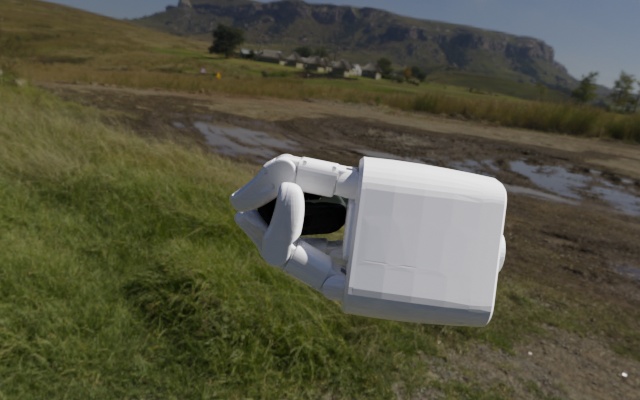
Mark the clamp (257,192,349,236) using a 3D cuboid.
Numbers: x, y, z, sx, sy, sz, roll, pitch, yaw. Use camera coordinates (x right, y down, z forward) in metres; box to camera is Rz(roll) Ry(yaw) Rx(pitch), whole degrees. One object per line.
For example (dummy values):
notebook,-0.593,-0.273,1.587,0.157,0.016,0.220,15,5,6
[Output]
clamp,0.000,0.001,0.438,0.120,0.039,0.171,7,15,2
